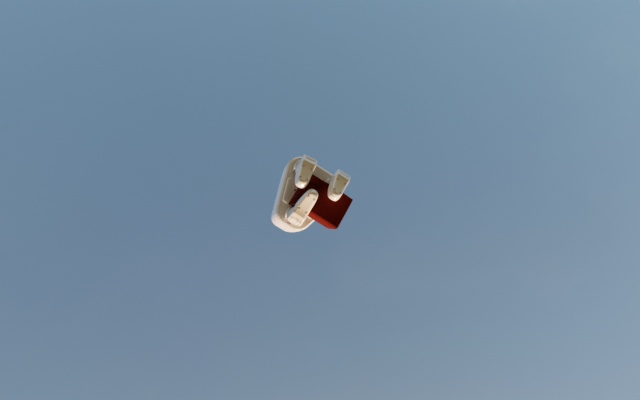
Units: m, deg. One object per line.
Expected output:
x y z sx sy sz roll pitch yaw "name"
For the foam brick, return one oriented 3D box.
0.000 0.003 0.727 0.078 0.053 0.051 33 -10 -7 "foam brick"
